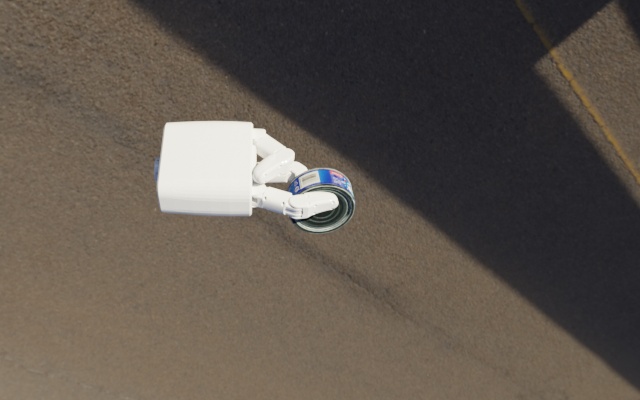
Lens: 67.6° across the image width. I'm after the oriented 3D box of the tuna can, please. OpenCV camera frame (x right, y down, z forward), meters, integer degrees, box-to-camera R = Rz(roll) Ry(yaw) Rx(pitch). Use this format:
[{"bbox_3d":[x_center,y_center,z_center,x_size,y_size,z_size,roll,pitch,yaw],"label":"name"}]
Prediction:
[{"bbox_3d":[0.000,0.002,0.602,0.086,0.086,0.033,0,42,-11],"label":"tuna can"}]
